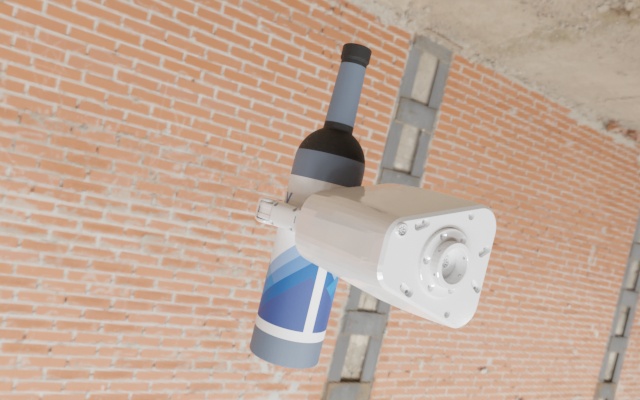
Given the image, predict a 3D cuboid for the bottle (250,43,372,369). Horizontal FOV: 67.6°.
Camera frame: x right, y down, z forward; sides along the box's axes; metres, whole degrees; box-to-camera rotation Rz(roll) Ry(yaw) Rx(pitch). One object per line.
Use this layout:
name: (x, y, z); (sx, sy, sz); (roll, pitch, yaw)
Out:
bottle: (0.000, 0.002, 0.446); (0.069, 0.295, 0.069); (14, 1, 0)
